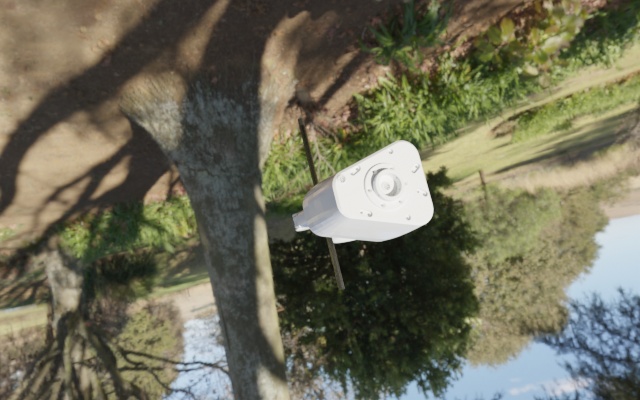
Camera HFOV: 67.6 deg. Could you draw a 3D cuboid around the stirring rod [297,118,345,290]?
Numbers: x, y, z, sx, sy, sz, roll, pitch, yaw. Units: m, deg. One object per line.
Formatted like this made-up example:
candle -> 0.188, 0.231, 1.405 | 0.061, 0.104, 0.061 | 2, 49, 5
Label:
stirring rod -> 0.000, 0.002, 0.649 | 0.011, 0.239, 0.011 | -13, -7, -2
